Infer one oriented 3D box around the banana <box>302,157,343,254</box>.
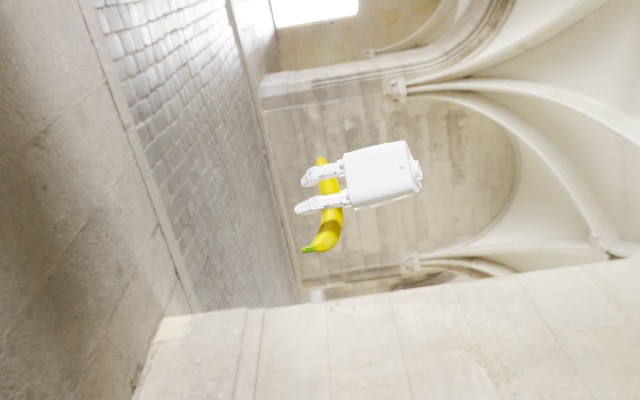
[{"bbox_3d":[0.011,0.015,0.846,0.037,0.197,0.070,-20,-41,34],"label":"banana"}]
